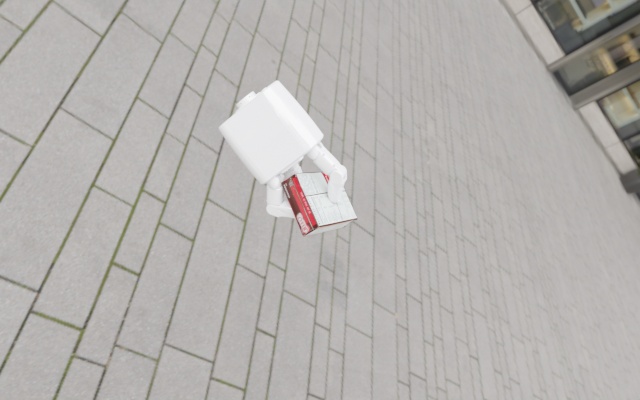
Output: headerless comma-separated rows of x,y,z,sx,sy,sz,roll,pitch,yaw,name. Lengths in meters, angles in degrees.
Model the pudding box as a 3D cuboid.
0.000,0.002,0.738,0.039,0.090,0.113,-31,-14,36,pudding box
